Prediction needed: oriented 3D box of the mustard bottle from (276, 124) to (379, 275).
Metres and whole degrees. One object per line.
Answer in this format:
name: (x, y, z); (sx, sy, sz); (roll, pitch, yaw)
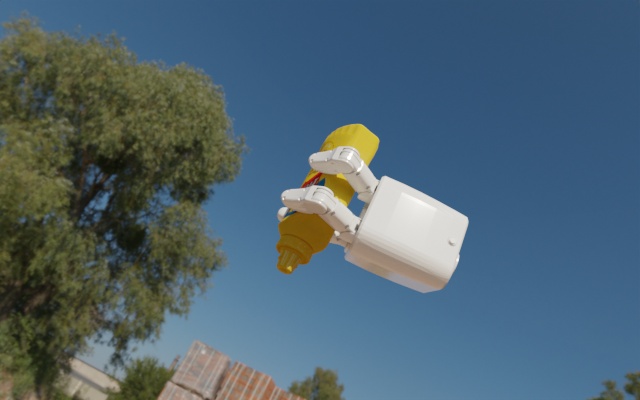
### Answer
mustard bottle: (0.000, 0.001, 0.557); (0.058, 0.191, 0.096); (38, -31, -17)
